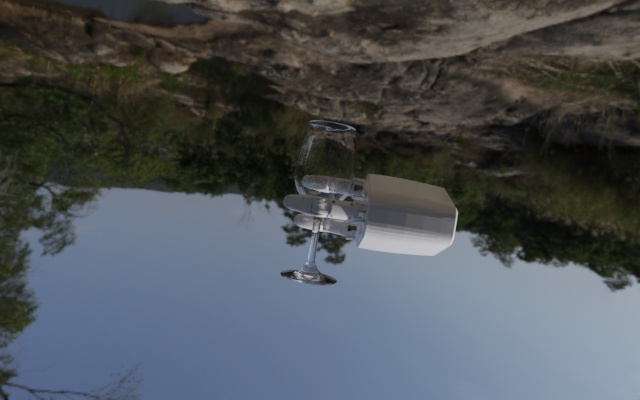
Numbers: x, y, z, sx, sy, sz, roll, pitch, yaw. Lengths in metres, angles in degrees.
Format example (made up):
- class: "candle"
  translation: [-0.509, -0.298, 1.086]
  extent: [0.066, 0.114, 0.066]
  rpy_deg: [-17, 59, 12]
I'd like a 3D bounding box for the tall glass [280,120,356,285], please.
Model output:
- class: "tall glass"
  translation: [0.000, 0.003, 0.614]
  extent: [0.079, 0.201, 0.079]
  rpy_deg: [8, 2, 0]
